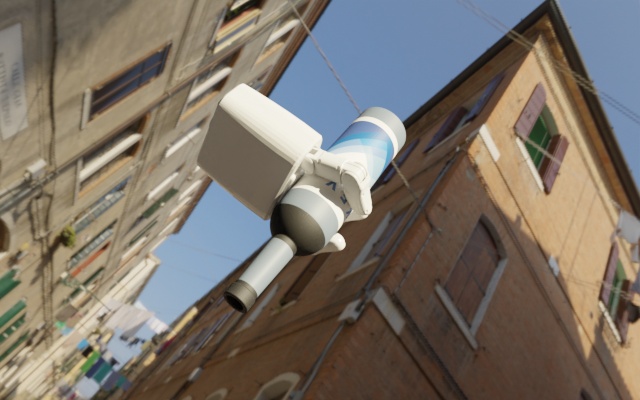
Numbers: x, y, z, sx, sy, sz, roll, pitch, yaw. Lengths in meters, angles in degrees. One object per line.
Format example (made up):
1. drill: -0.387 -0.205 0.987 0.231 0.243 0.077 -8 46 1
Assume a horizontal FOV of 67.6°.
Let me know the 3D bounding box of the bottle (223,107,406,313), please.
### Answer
1. bottle: 0.000 0.002 0.515 0.069 0.069 0.295 0 38 42
